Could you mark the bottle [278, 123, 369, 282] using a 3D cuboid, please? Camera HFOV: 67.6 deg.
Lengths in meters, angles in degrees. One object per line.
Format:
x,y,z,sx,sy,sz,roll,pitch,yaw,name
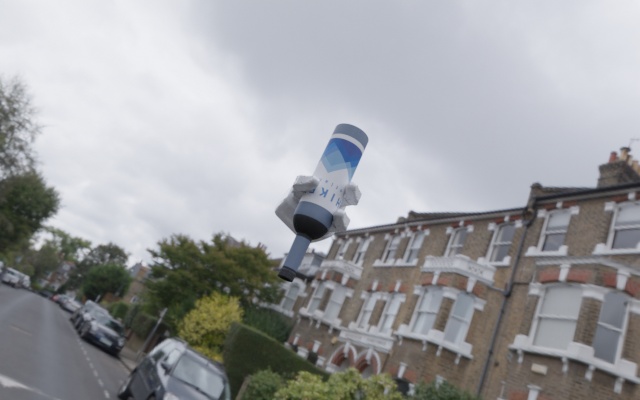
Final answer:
0.000,0.002,0.828,0.069,0.295,0.069,22,-21,9,bottle
